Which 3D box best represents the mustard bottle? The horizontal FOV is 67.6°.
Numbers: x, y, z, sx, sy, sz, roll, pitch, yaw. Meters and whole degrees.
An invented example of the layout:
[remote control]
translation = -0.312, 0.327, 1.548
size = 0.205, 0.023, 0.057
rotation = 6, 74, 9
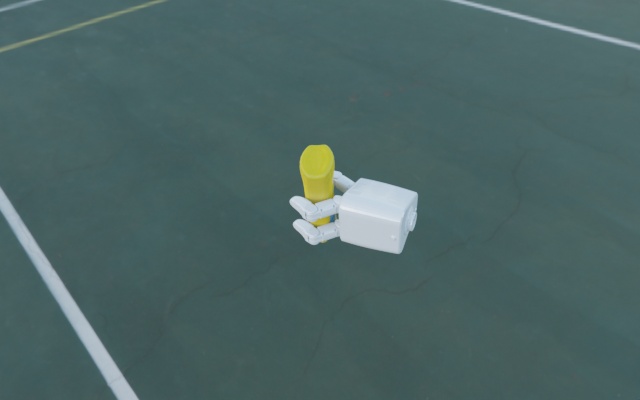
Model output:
[mustard bottle]
translation = 0.000, 0.003, 0.853
size = 0.058, 0.192, 0.096
rotation = -3, 41, 2
